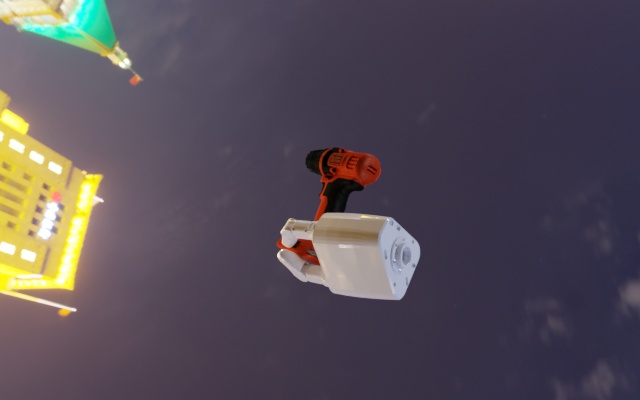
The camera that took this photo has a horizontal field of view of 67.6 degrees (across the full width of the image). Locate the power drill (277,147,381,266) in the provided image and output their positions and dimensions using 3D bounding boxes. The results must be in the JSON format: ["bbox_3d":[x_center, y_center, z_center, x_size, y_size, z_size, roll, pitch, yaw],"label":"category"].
[{"bbox_3d":[0.000,0.003,0.765,0.057,0.187,0.184,27,-6,-30],"label":"power drill"}]
